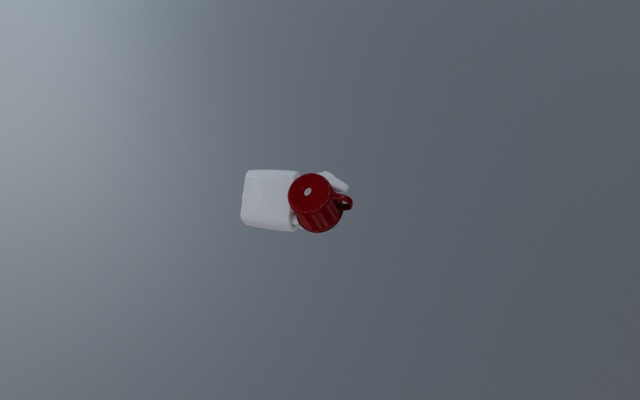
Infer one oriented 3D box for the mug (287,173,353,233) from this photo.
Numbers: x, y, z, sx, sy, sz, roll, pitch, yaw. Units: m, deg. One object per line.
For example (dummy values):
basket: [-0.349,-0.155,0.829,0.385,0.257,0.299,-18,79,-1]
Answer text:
mug: [0.001,0.003,0.866,0.117,0.093,0.081,3,-23,16]
